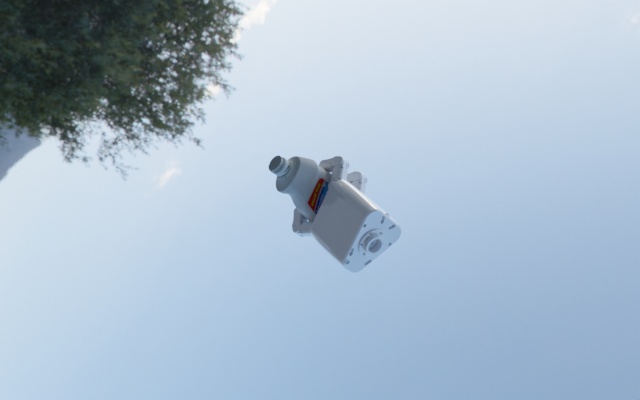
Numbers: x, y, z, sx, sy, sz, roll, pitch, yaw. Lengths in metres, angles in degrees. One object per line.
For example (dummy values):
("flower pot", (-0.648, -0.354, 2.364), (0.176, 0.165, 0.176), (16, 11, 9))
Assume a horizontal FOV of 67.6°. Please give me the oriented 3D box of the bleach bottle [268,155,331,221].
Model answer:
("bleach bottle", (0.000, 0.003, 0.842), (0.251, 0.102, 0.068), (35, 5, -40))
